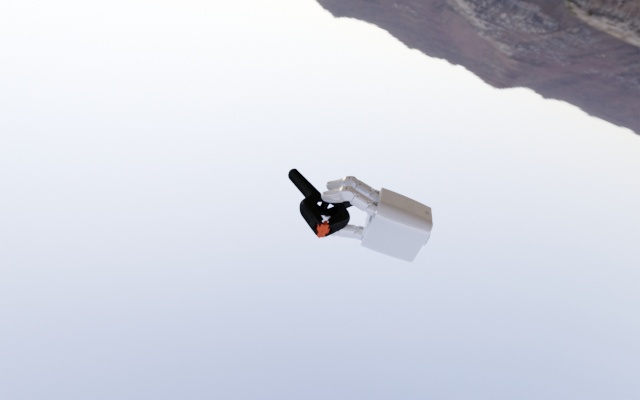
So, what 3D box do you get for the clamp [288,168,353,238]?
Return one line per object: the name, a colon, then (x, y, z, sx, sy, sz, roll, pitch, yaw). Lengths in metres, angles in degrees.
clamp: (0.000, 0.004, 0.891, 0.164, 0.036, 0.210, 20, 26, 1)
